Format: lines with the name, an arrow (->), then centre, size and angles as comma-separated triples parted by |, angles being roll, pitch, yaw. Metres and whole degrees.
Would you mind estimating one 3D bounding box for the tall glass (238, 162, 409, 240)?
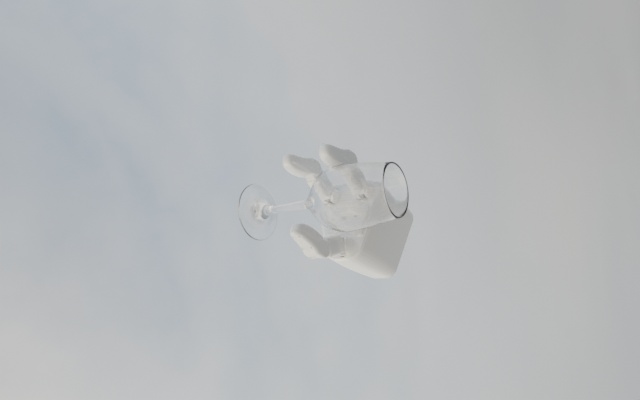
tall glass -> -0.001, 0.002, 0.566 | 0.201, 0.079, 0.079 | -9, -5, 35
